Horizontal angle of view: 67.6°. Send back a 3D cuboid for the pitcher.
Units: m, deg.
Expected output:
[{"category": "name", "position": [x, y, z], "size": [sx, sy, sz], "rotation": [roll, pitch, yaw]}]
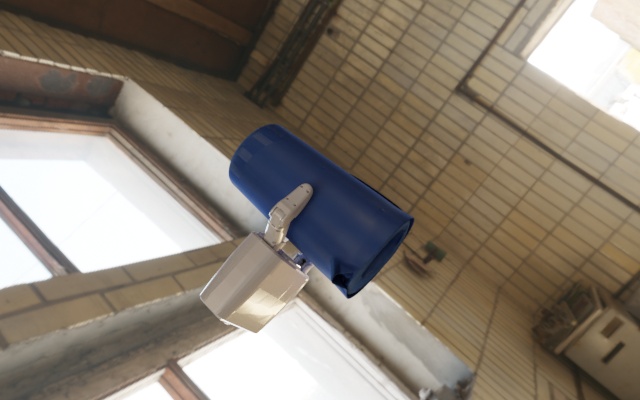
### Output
[{"category": "pitcher", "position": [0.000, 0.002, 0.649], "size": [0.242, 0.145, 0.149], "rotation": [40, -5, 18]}]
